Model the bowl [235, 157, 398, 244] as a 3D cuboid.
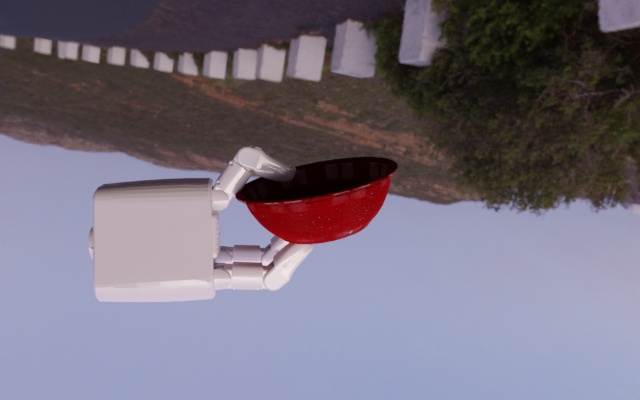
[{"bbox_3d":[0.001,0.002,0.476,0.162,0.055,0.162,-10,15,3],"label":"bowl"}]
